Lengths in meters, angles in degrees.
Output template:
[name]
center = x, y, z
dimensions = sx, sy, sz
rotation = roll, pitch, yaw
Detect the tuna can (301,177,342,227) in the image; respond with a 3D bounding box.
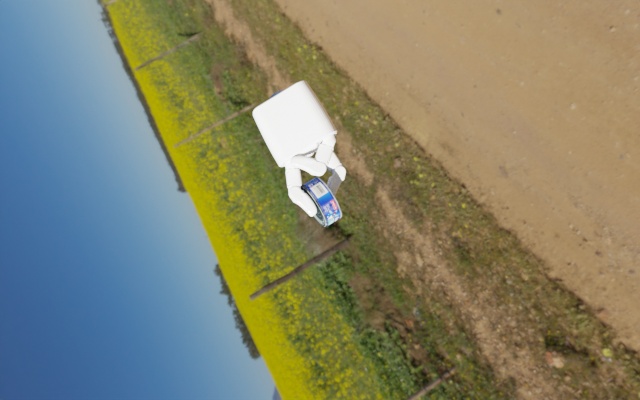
[tuna can]
center = 0.000, 0.003, 0.842
dimensions = 0.034, 0.086, 0.086
rotation = -32, 8, -13
